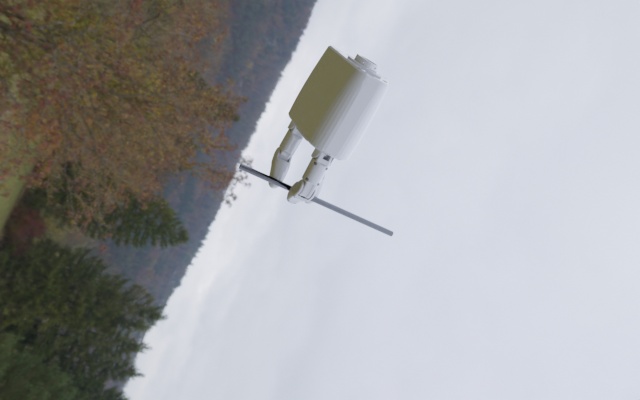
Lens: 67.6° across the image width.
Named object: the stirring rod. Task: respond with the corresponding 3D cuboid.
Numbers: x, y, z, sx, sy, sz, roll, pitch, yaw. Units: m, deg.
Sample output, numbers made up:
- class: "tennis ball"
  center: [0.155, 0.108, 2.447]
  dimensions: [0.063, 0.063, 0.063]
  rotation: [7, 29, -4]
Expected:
- class: "stirring rod"
  center: [0.000, 0.002, 0.653]
  dimensions: [0.239, 0.011, 0.011]
  rotation: [24, -9, -19]
